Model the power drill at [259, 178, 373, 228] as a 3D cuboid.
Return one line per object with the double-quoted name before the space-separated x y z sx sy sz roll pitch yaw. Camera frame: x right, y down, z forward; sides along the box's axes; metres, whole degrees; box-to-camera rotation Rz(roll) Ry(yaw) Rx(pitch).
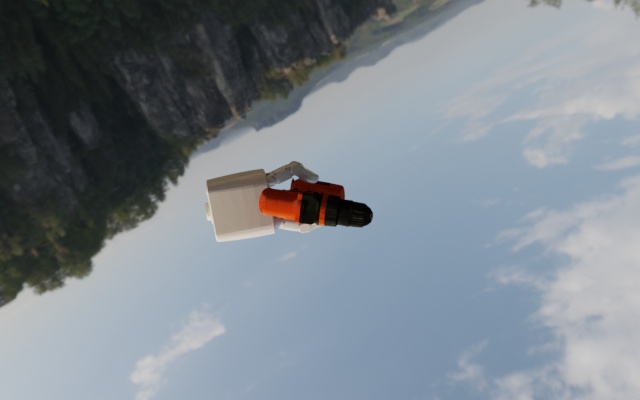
"power drill" 0.000 0.003 0.832 0.184 0.057 0.187 10 7 5
